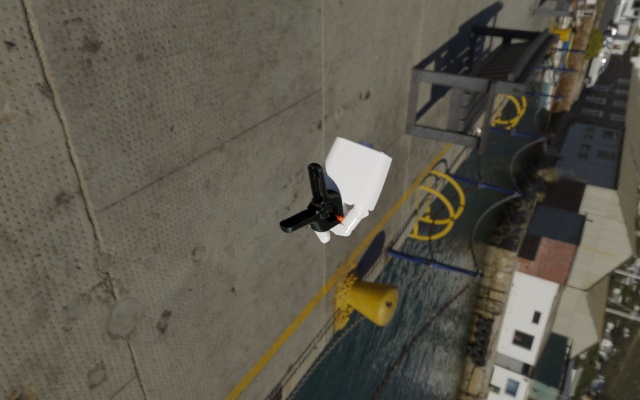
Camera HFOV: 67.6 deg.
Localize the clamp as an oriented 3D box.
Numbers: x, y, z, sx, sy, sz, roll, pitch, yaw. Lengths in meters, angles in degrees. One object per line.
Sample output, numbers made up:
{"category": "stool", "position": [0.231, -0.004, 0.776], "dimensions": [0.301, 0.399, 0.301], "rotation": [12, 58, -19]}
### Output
{"category": "clamp", "position": [0.001, 0.003, 0.817], "dimensions": [0.039, 0.120, 0.171], "rotation": [31, 9, 26]}
